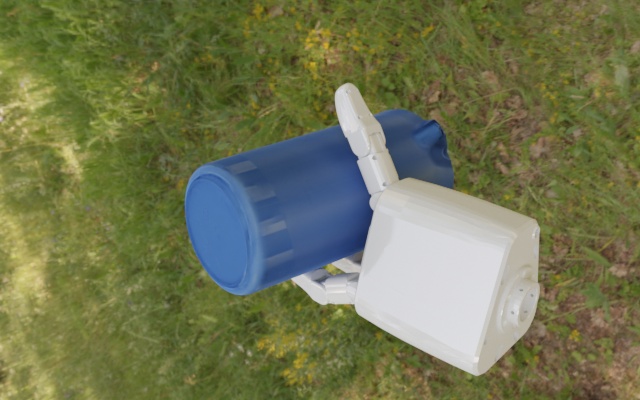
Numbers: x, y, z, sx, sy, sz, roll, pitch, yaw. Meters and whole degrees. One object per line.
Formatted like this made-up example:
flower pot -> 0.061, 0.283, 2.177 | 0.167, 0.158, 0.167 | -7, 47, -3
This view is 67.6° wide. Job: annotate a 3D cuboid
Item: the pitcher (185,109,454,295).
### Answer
pitcher -> 0.000, 0.001, 0.453 | 0.243, 0.149, 0.145 | -19, 28, -40
